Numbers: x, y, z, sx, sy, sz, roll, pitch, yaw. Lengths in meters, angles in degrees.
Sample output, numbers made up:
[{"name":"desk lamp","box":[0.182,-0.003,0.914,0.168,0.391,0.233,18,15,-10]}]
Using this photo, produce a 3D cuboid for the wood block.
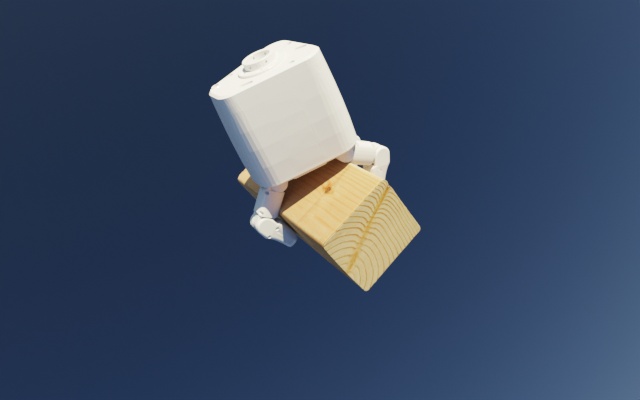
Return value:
[{"name":"wood block","box":[0.000,0.002,0.550,0.090,0.091,0.206,48,-9,-37]}]
